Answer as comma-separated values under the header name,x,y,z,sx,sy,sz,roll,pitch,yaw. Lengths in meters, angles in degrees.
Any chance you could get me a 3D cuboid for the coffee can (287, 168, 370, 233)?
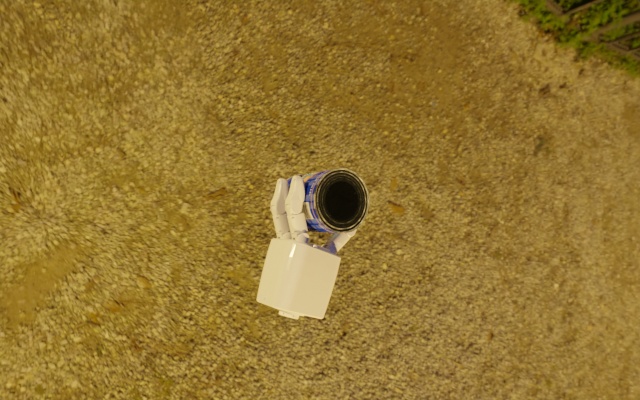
name,x,y,z,sx,sy,sz,roll,pitch,yaw
coffee can,0.000,0.002,0.798,0.103,0.103,0.140,0,-2,-30
